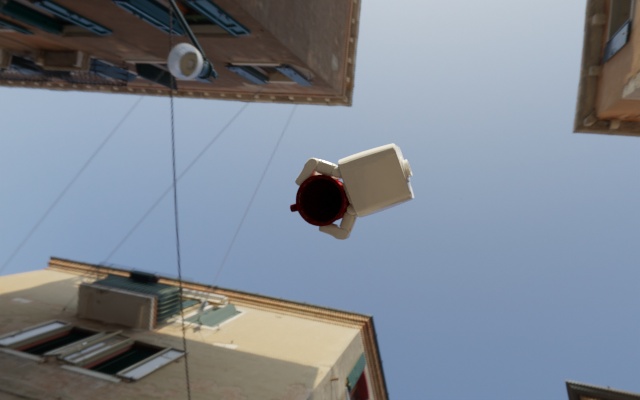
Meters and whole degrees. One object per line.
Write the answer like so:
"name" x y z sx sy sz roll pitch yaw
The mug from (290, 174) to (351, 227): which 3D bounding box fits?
"mug" -0.001 0.003 0.893 0.117 0.093 0.081 -17 -4 17
